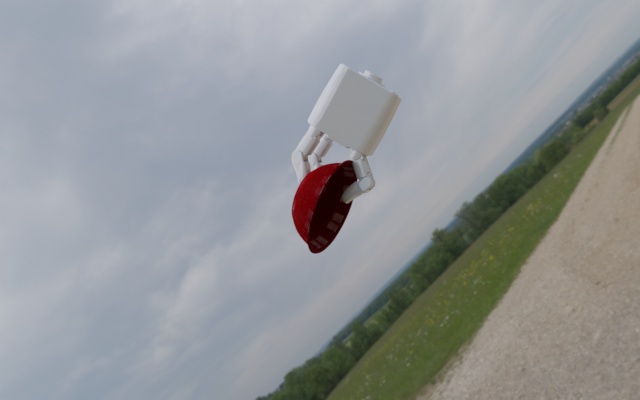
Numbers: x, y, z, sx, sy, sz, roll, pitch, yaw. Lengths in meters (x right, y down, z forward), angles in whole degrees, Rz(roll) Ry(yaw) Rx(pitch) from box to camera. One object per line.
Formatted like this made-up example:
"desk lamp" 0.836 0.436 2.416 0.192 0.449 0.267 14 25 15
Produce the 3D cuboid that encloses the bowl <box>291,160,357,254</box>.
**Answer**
"bowl" -0.001 0.004 0.776 0.055 0.162 0.162 22 8 21
